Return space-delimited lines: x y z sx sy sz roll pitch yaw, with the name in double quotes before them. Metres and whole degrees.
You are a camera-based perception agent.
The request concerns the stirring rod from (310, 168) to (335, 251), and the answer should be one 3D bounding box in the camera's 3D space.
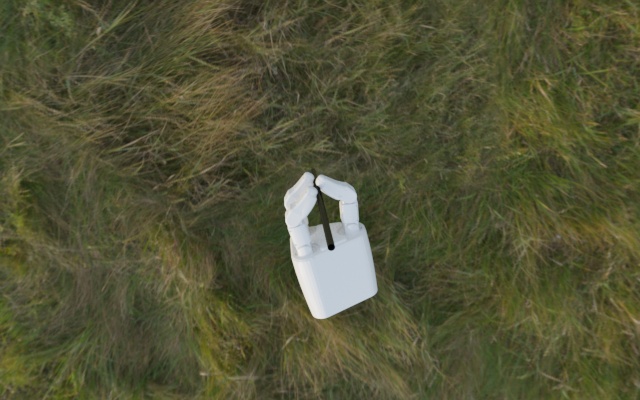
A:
"stirring rod" 0.000 0.002 0.602 0.011 0.011 0.239 0 23 -6
